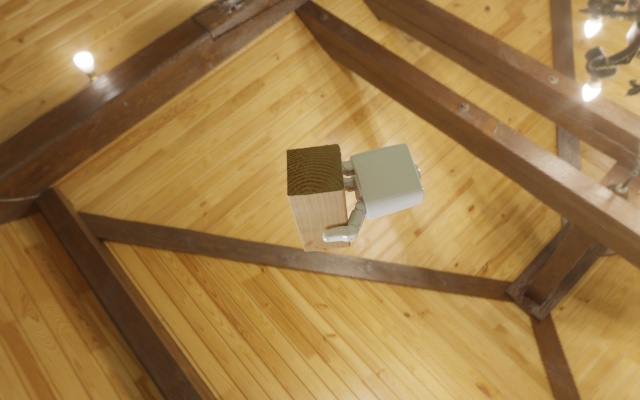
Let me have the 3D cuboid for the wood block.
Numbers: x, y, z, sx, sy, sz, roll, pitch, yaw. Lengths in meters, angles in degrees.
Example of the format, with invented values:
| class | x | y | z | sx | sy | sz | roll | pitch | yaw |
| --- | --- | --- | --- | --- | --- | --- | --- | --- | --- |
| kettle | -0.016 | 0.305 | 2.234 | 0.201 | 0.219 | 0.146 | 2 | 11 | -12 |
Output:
| class | x | y | z | sx | sy | sz | roll | pitch | yaw |
| --- | --- | --- | --- | --- | --- | --- | --- | --- | --- |
| wood block | 0.001 | 0.003 | 0.832 | 0.090 | 0.090 | 0.206 | -6 | -31 | 3 |
